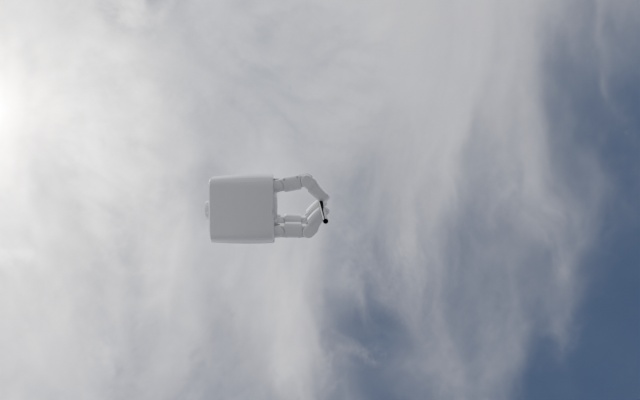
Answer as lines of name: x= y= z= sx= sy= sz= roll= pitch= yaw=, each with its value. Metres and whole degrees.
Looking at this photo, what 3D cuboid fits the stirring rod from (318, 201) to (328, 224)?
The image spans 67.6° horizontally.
stirring rod: x=0.000 y=0.003 z=0.809 sx=0.011 sy=0.011 sz=0.239 roll=0 pitch=13 yaw=-4
